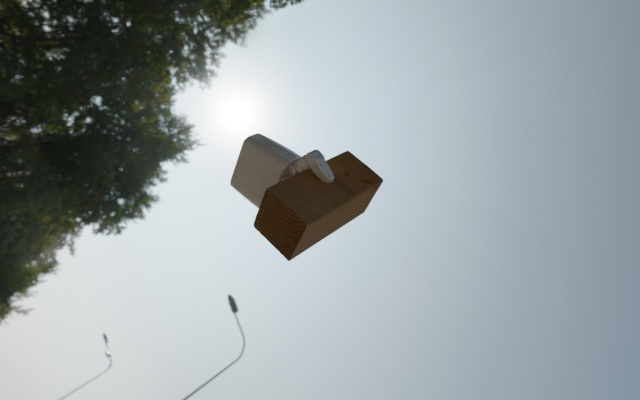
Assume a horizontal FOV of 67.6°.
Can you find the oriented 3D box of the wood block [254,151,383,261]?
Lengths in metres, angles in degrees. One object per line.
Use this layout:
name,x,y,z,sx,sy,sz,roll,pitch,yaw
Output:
wood block,0.000,0.002,0.800,0.090,0.091,0.206,42,44,18
